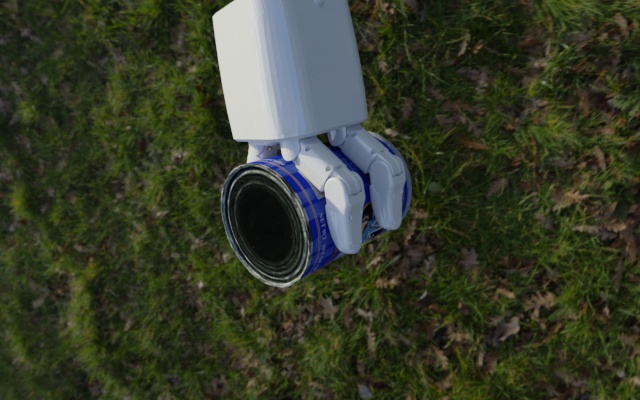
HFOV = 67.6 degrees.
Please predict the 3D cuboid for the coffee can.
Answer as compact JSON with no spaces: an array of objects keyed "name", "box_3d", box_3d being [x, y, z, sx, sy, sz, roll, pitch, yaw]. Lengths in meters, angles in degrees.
[{"name":"coffee can","box_3d":[0.000,0.002,0.421,0.103,0.103,0.140,0,16,43]}]
